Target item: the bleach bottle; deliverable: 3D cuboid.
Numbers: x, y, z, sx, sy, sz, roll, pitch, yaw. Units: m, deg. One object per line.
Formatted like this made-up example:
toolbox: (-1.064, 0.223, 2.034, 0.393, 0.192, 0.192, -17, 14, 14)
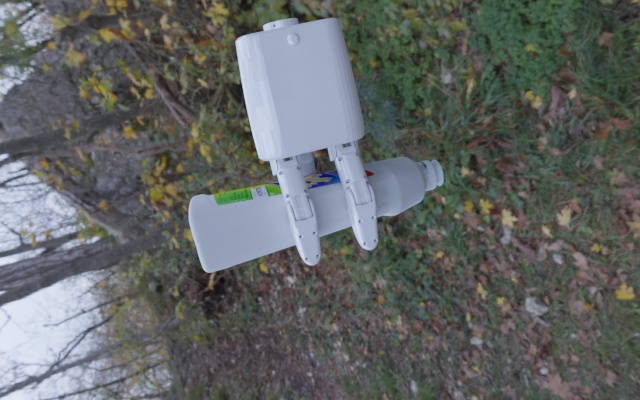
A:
bleach bottle: (0.000, 0.002, 0.483, 0.251, 0.068, 0.102, -15, 14, -10)
